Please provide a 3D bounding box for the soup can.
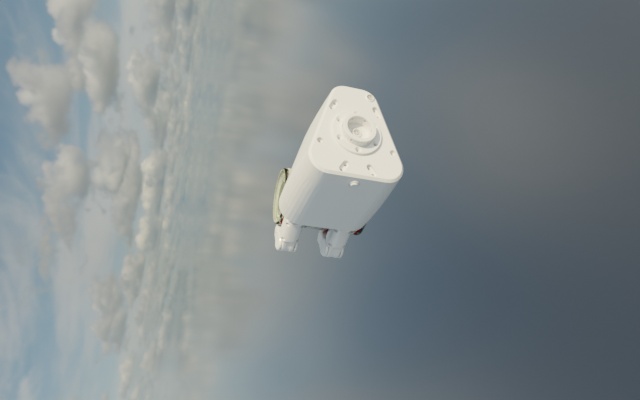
[{"bbox_3d":[0.000,0.002,0.567,0.102,0.068,0.068,8,-2,-15],"label":"soup can"}]
